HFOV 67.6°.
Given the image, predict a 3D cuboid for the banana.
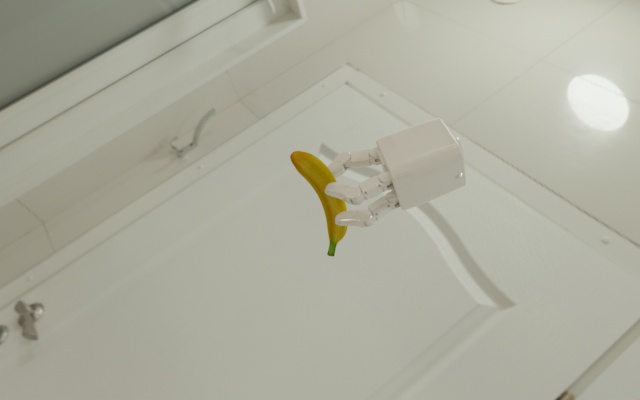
[{"bbox_3d":[0.007,-0.006,0.740,0.037,0.198,0.069,-5,35,26],"label":"banana"}]
